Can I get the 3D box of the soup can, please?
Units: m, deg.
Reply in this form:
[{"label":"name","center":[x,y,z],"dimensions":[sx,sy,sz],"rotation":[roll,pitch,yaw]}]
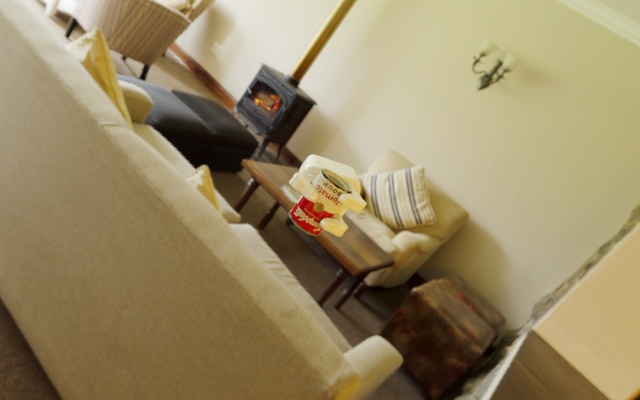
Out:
[{"label":"soup can","center":[0.000,0.003,0.844],"dimensions":[0.068,0.102,0.068],"rotation":[34,16,-11]}]
